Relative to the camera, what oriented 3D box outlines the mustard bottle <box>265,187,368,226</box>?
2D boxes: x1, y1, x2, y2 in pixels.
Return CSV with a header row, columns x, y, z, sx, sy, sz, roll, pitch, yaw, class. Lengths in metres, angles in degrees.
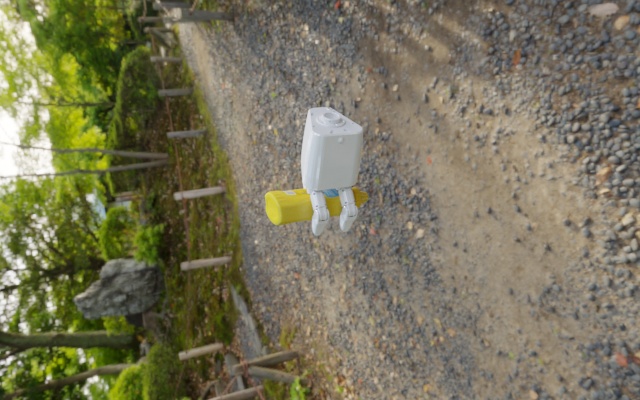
x,y,z,sx,sy,sz,roll,pitch,yaw,class
0.000,0.003,0.884,0.191,0.058,0.096,-7,14,-21,mustard bottle
